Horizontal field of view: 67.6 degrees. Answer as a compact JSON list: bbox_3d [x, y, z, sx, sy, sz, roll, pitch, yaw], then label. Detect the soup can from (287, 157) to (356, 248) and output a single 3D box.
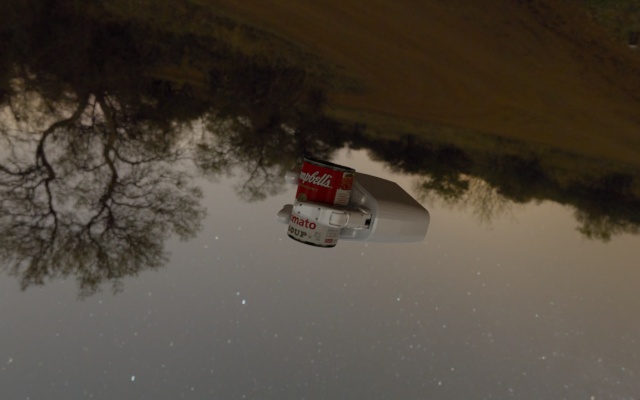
[{"bbox_3d":[0.000,0.002,0.611,0.068,0.102,0.068,13,9,-2],"label":"soup can"}]
